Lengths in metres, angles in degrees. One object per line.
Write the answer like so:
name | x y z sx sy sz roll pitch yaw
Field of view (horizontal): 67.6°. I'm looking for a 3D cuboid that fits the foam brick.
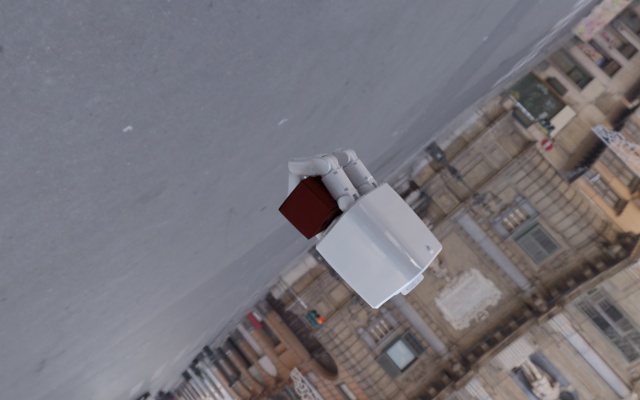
foam brick | 0.000 0.002 0.569 0.053 0.051 0.078 -50 -12 32
